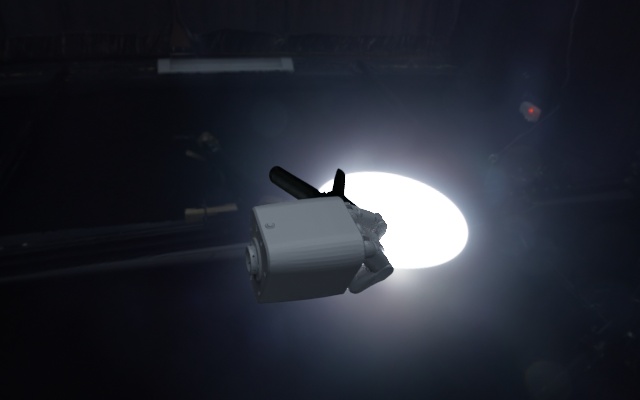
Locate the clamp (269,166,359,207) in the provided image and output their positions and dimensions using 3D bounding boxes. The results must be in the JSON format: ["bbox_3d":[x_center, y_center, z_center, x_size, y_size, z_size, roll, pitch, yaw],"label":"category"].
[{"bbox_3d":[0.000,0.003,0.640,0.120,0.039,0.171,0,33,-19],"label":"clamp"}]
